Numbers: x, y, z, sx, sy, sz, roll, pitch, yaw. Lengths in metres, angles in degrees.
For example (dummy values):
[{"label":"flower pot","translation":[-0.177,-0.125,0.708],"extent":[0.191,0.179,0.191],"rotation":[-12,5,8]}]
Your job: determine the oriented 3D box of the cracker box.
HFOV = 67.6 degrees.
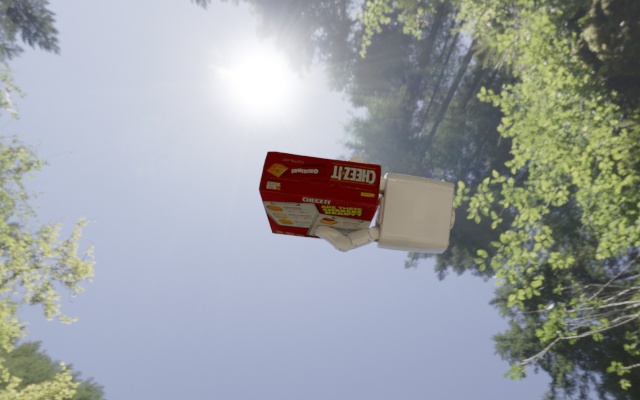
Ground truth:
[{"label":"cracker box","translation":[0.000,0.003,0.746],"extent":[0.164,0.072,0.214],"rotation":[7,-19,2]}]
